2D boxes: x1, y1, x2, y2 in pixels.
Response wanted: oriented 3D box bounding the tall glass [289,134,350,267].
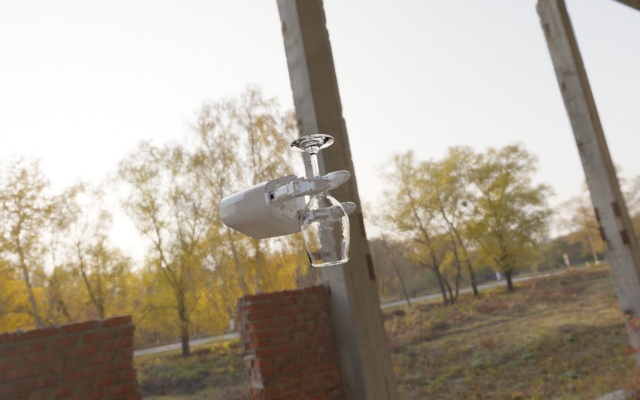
[{"bbox_3d":[0.000,0.002,0.760,0.079,0.201,0.079,-9,-11,-2],"label":"tall glass"}]
